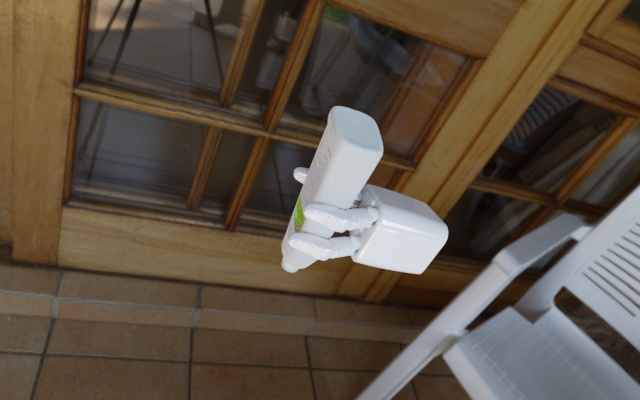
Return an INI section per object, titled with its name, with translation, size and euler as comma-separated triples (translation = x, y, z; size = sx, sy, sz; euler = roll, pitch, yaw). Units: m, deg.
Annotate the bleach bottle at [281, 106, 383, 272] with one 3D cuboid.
[bleach bottle]
translation = 0.000, 0.002, 0.660
size = 0.068, 0.251, 0.102
euler = 15, 37, -17
